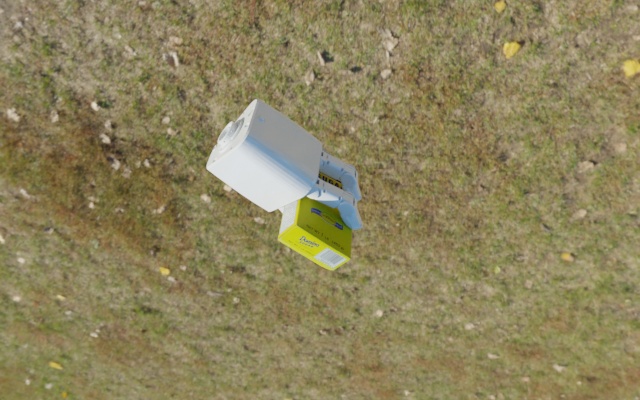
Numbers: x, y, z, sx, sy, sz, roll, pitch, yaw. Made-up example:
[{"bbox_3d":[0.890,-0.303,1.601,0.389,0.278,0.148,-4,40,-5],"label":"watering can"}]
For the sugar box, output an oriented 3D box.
[{"bbox_3d":[0.000,0.002,0.662,0.093,0.176,0.048,34,-50,-25],"label":"sugar box"}]
